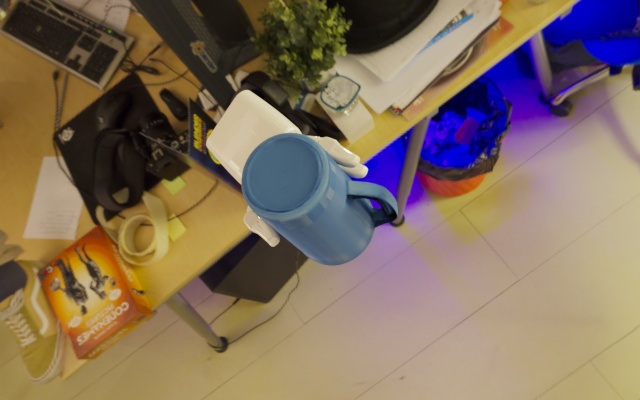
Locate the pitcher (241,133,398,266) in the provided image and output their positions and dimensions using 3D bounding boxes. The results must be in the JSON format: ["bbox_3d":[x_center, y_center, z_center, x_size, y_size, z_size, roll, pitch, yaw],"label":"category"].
[{"bbox_3d":[0.000,0.002,0.642,0.145,0.149,0.243,42,-2,23],"label":"pitcher"}]
